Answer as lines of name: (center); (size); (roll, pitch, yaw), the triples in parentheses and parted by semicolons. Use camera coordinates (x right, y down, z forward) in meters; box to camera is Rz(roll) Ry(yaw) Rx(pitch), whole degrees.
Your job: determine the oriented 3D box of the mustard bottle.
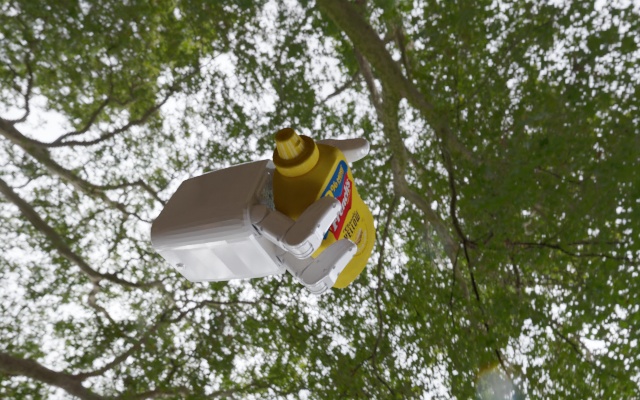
mustard bottle: (0.000, 0.002, 0.470); (0.058, 0.096, 0.192); (12, -31, 32)
